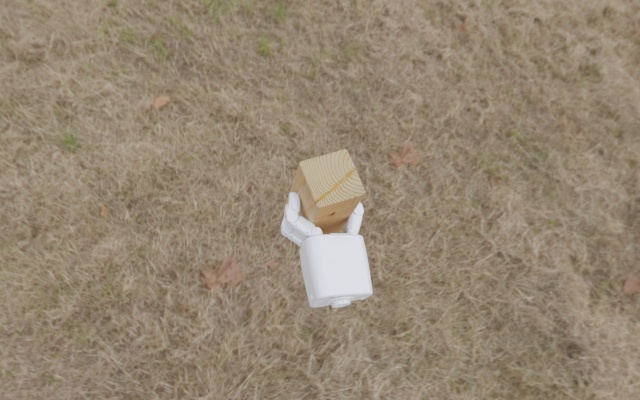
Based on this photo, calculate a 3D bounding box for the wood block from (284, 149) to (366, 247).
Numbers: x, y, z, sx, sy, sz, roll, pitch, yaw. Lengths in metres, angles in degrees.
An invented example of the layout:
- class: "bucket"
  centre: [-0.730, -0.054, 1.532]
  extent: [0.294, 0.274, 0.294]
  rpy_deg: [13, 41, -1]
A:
- class: "wood block"
  centre: [0.001, 0.003, 0.876]
  extent: [0.091, 0.090, 0.206]
  rpy_deg: [-16, -19, -19]
